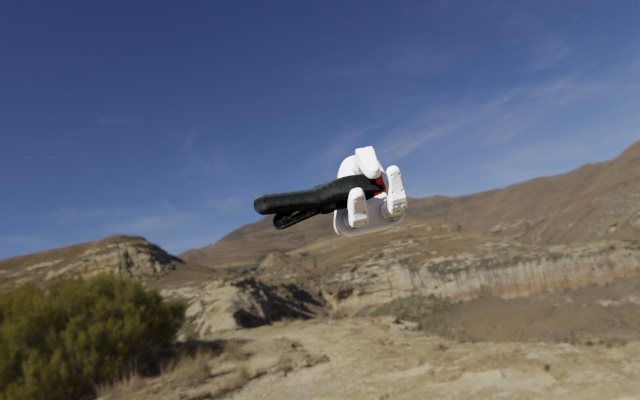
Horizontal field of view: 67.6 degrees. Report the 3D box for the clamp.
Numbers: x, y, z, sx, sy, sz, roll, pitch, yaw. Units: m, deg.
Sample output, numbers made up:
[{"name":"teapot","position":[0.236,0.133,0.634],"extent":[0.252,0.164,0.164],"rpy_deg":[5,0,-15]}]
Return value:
[{"name":"clamp","position":[0.000,0.001,0.641],"extent":[0.171,0.039,0.120],"rpy_deg":[-11,-10,-5]}]
